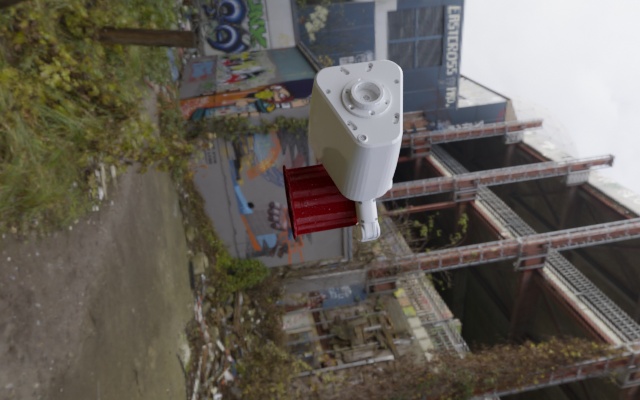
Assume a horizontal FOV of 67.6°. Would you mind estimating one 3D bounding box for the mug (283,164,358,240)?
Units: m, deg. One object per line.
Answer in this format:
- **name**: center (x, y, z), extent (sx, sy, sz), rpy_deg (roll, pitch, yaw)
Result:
- **mug**: center (0.000, 0.003, 0.601), extent (0.081, 0.093, 0.117), rpy_deg (-9, -26, -6)
